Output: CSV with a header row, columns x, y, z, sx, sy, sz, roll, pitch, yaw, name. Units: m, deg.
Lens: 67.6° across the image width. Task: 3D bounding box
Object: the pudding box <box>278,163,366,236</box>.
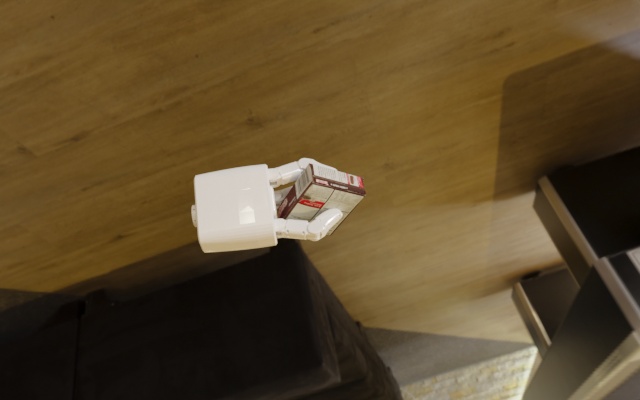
x,y,z,sx,sy,sz,roll,pitch,yaw,name
0.000,0.002,0.703,0.090,0.039,0.113,12,-40,-26,pudding box
